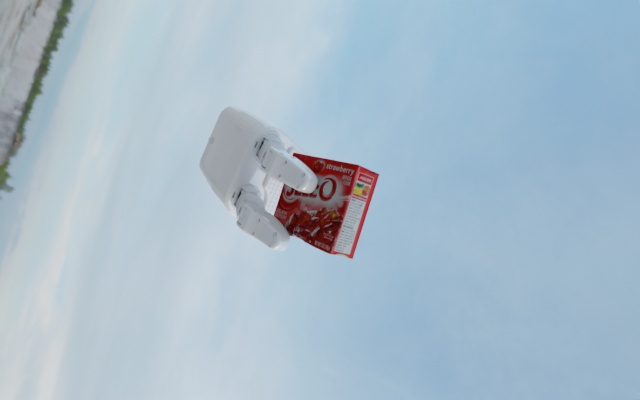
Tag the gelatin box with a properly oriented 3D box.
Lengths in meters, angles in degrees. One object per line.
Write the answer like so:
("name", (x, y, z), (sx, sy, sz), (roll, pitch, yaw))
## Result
("gelatin box", (0.001, 0.002, 0.406), (0.030, 0.073, 0.089), (18, 0, -41))
